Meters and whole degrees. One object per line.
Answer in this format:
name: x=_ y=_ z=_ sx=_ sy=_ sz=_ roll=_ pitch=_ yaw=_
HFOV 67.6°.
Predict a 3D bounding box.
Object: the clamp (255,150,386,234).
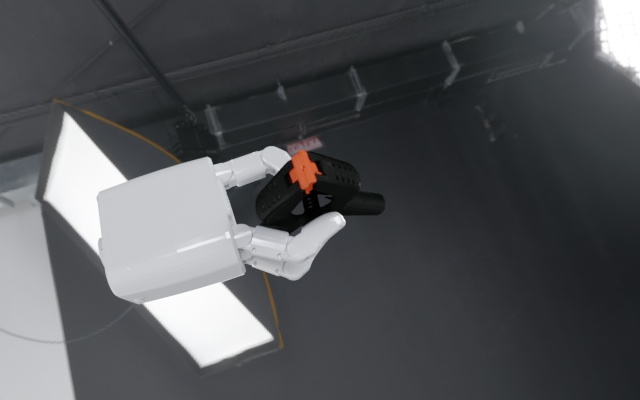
clamp: x=0.000 y=0.001 z=0.450 sx=0.164 sy=0.036 sz=0.210 roll=-18 pitch=-15 yaw=-10
